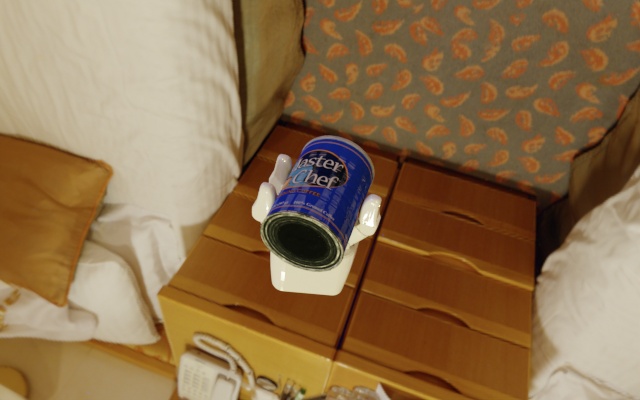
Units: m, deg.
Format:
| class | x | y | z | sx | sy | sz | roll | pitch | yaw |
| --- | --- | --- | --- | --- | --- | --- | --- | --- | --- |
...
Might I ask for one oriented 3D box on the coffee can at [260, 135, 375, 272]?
| class | x | y | z | sx | sy | sz | roll | pitch | yaw |
| --- | --- | --- | --- | --- | --- | --- | --- | --- | --- |
| coffee can | 0.000 | 0.002 | 0.592 | 0.103 | 0.103 | 0.140 | 0 | 43 | 27 |
